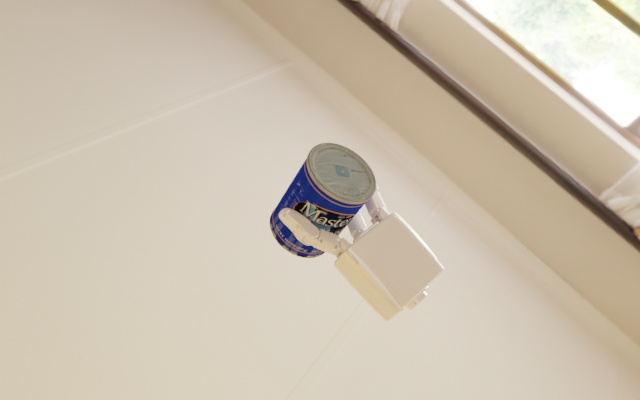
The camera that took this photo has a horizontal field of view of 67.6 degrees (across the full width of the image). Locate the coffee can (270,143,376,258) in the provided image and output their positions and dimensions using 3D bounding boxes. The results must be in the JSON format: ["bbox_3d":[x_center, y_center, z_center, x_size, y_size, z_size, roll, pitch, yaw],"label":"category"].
[{"bbox_3d":[0.000,0.002,0.682,0.103,0.102,0.140,0,-37,-33],"label":"coffee can"}]
